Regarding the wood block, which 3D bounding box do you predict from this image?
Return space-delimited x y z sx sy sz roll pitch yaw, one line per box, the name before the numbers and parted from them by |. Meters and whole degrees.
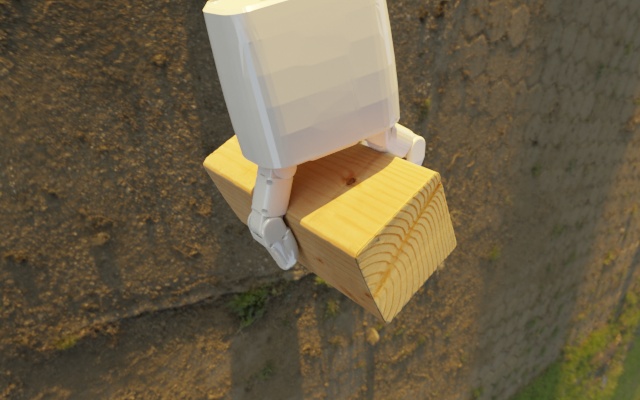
wood block | 0.000 0.001 0.416 0.091 0.090 0.206 -43 44 -18
